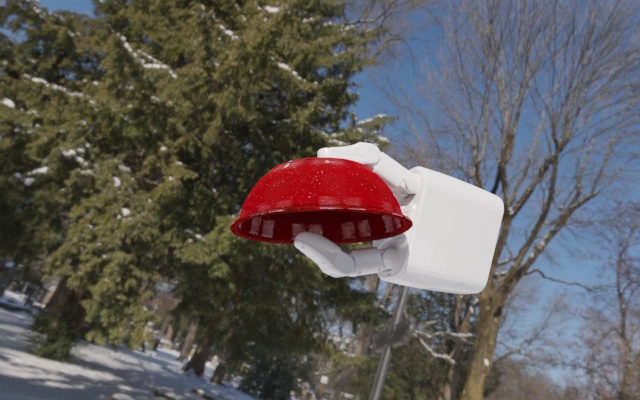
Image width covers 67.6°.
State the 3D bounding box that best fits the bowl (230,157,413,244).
[{"bbox_3d":[-0.001,0.001,0.432,0.162,0.055,0.162,-2,-14,0],"label":"bowl"}]
